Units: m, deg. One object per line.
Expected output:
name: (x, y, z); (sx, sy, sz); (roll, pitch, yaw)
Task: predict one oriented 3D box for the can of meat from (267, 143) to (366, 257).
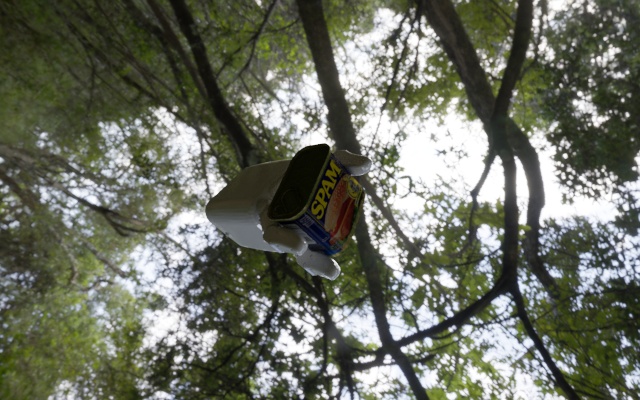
can of meat: (0.000, 0.002, 0.536); (0.057, 0.102, 0.084); (-5, -39, 42)
